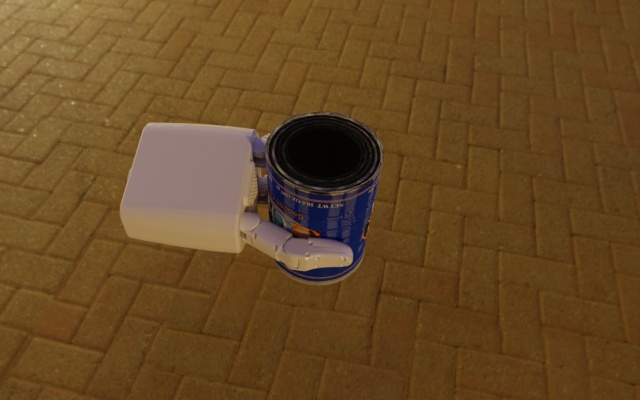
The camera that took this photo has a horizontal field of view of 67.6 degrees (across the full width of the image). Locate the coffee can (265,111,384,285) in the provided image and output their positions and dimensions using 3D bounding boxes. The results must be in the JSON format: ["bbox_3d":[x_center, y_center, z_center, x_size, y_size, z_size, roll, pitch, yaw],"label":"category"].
[{"bbox_3d":[0.000,0.002,0.460,0.103,0.102,0.140,0,-41,-4],"label":"coffee can"}]
